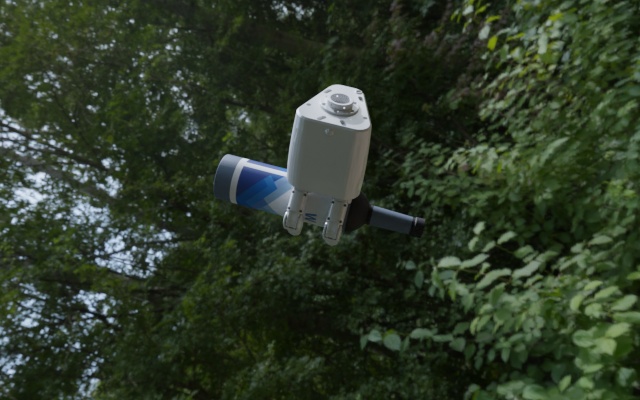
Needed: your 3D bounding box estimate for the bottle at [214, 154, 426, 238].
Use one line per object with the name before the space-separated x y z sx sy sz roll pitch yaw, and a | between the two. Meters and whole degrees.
bottle | 0.000 0.002 0.675 0.295 0.069 0.069 15 2 6
